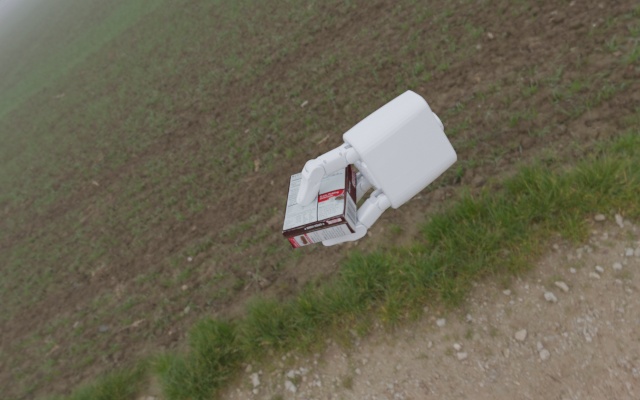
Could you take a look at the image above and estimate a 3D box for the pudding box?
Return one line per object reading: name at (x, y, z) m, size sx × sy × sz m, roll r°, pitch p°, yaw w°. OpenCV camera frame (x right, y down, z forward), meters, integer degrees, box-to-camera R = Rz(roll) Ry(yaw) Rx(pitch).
pudding box at (0.000, 0.002, 0.635) m, size 0.090 × 0.113 × 0.039 m, roll -17°, pitch -50°, yaw 20°
